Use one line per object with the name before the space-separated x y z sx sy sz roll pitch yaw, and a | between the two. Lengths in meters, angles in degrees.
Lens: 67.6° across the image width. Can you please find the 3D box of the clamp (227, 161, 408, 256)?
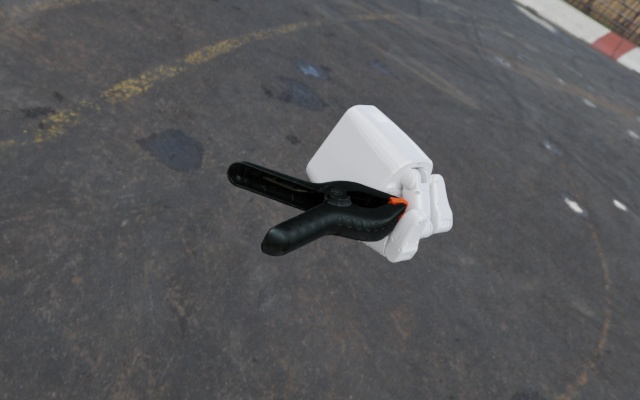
clamp | 0.000 0.001 0.434 0.171 0.039 0.120 0 39 -38
